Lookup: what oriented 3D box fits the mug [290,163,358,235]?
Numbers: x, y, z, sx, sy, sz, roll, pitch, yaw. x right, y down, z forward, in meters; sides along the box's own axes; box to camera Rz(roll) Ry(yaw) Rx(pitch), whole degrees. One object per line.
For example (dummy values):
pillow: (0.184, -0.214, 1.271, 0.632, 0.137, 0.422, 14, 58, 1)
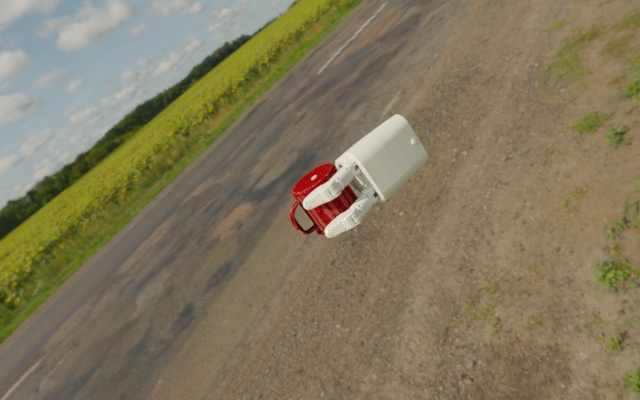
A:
mug: (-0.001, 0.003, 0.758, 0.117, 0.081, 0.093, -41, 19, -14)
